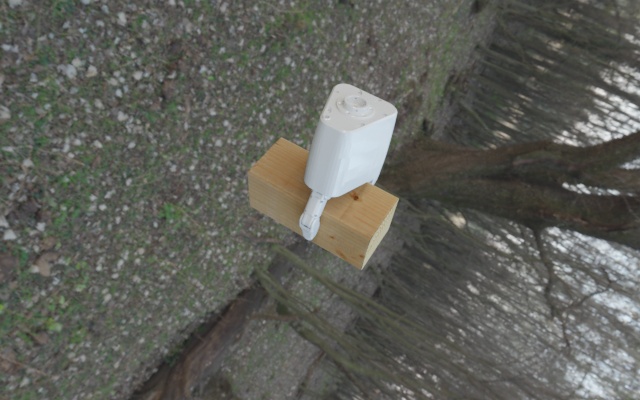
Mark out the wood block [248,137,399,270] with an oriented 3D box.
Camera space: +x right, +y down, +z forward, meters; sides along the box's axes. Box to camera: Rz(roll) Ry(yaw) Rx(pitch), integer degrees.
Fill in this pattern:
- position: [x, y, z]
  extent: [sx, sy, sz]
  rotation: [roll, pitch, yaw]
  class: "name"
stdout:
- position: [0.000, 0.002, 0.726]
  extent: [0.206, 0.090, 0.090]
  rotation: [29, -34, 15]
  class: "wood block"
